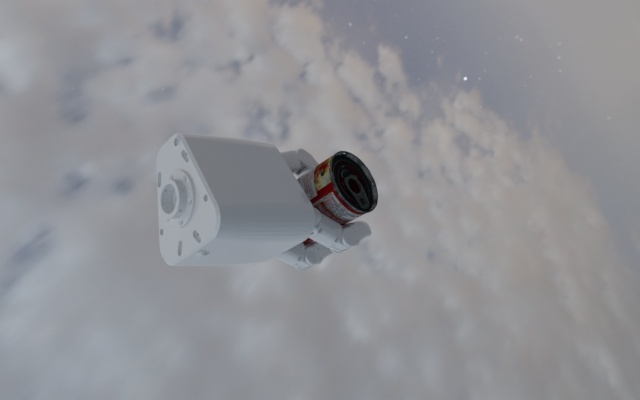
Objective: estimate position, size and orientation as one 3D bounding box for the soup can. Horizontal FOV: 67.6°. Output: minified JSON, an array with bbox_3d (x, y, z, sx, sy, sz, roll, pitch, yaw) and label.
[{"bbox_3d":[0.000,0.002,0.502,0.102,0.068,0.068,-31,-20,37],"label":"soup can"}]
